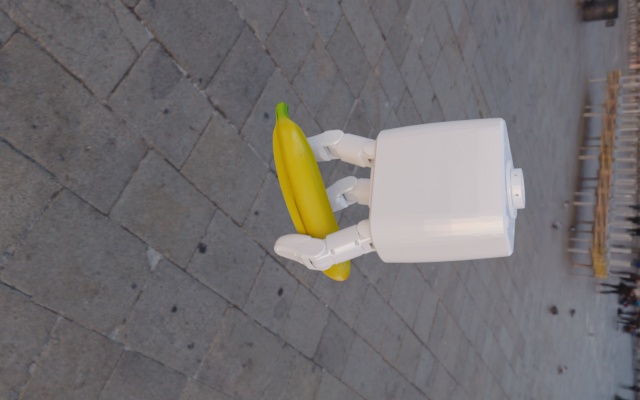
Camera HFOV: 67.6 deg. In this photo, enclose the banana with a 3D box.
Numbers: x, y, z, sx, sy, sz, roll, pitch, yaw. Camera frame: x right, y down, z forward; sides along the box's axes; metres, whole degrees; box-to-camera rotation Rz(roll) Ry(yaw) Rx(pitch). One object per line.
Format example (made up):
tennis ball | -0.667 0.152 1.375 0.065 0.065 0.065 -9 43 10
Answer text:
banana | -0.005 0.006 0.456 0.037 0.198 0.069 -11 21 19
